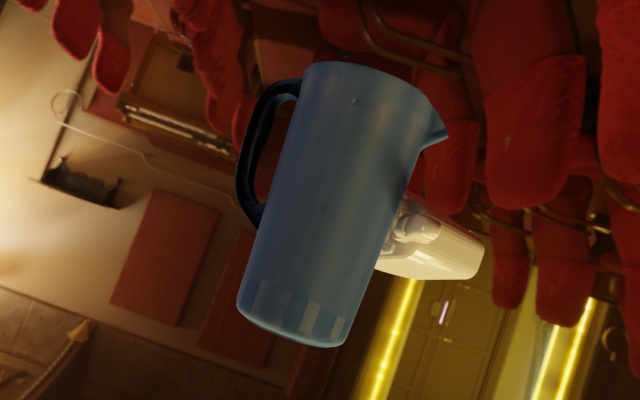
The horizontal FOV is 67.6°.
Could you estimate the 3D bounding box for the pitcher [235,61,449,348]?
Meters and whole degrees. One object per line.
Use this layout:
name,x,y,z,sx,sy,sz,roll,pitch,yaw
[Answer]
pitcher,0.000,0.002,0.455,0.145,0.243,0.149,23,-6,-32
